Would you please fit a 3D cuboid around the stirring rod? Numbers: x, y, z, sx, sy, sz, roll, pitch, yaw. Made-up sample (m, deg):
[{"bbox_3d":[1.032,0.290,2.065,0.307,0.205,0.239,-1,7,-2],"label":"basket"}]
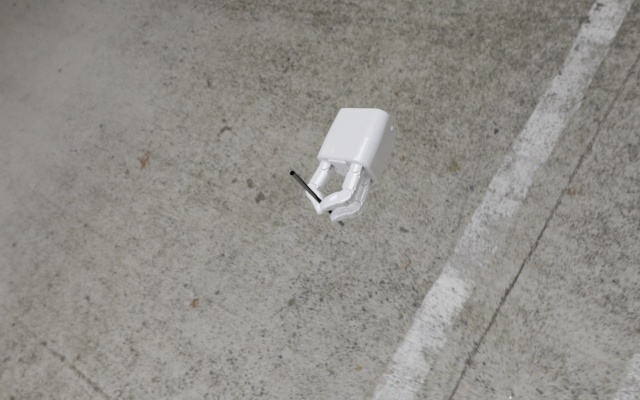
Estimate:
[{"bbox_3d":[0.000,0.003,0.803,0.011,0.011,0.240,0,-21,22],"label":"stirring rod"}]
